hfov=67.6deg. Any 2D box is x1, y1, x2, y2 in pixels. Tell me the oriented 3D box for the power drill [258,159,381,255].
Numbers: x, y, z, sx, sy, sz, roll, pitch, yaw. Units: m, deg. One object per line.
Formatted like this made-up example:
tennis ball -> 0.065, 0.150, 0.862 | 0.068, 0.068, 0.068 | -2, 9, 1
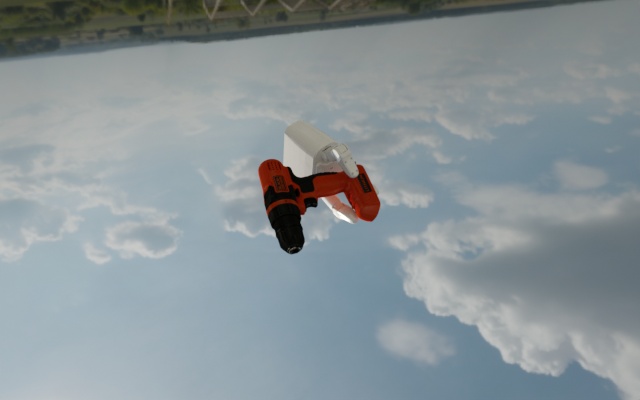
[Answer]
power drill -> 0.000, 0.002, 0.788 | 0.187, 0.184, 0.057 | -3, -39, -22
